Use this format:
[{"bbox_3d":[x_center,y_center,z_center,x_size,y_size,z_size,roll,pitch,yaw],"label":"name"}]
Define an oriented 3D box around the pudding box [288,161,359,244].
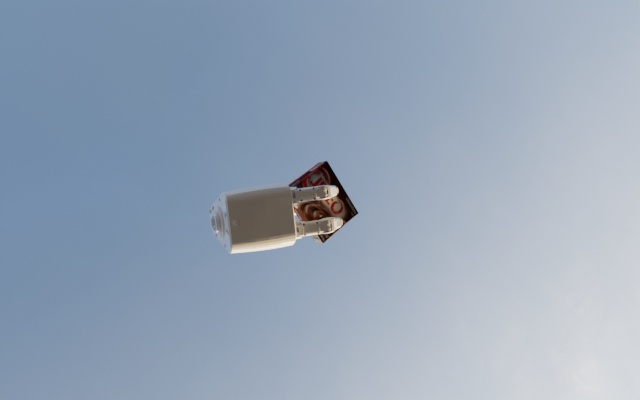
[{"bbox_3d":[0.000,0.003,0.819,0.090,0.113,0.039,-39,18,-23],"label":"pudding box"}]
